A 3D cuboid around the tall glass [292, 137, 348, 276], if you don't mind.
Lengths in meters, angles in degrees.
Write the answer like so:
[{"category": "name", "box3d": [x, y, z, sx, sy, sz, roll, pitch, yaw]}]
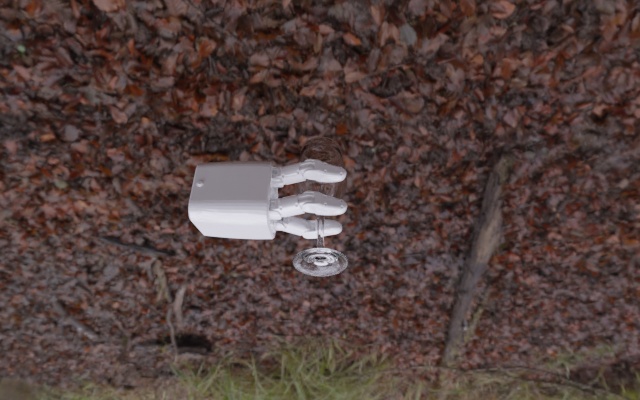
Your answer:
[{"category": "tall glass", "box3d": [0.000, 0.003, 0.687, 0.079, 0.201, 0.079, 1, -36, 0]}]
